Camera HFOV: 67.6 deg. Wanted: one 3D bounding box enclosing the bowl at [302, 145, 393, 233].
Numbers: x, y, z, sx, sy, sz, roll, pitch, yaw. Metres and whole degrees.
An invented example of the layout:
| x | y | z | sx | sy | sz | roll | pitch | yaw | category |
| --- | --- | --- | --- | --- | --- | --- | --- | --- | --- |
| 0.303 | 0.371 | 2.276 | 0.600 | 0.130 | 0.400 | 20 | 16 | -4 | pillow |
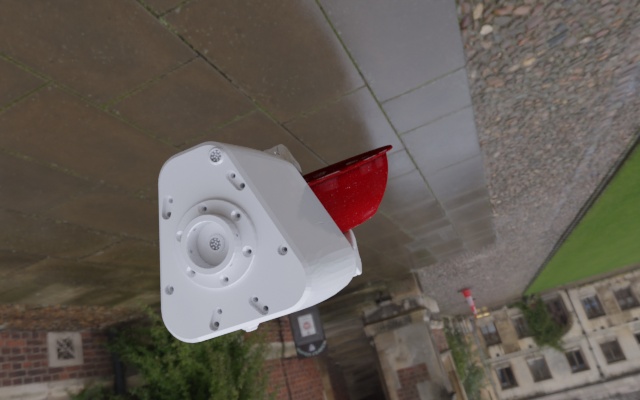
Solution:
| x | y | z | sx | sy | sz | roll | pitch | yaw | category |
| --- | --- | --- | --- | --- | --- | --- | --- | --- | --- |
| 0.001 | 0.002 | 0.452 | 0.162 | 0.055 | 0.162 | -22 | 6 | 2 | bowl |
